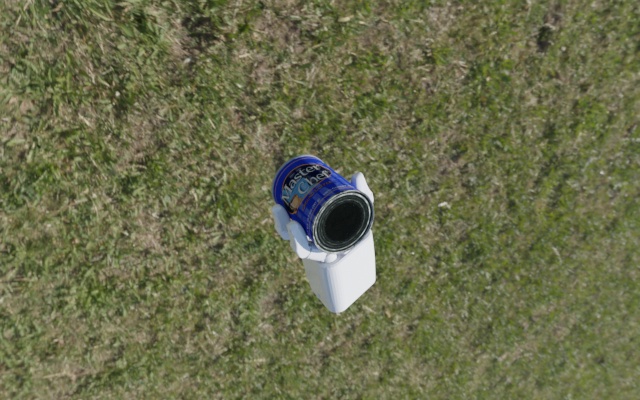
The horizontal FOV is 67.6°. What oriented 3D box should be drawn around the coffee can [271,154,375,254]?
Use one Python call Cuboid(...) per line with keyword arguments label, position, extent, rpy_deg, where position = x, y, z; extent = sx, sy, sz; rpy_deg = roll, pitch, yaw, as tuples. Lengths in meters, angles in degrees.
Cuboid(label="coffee can", position=(0.000, 0.002, 0.724), extent=(0.103, 0.103, 0.140), rpy_deg=(0, 25, -32))
